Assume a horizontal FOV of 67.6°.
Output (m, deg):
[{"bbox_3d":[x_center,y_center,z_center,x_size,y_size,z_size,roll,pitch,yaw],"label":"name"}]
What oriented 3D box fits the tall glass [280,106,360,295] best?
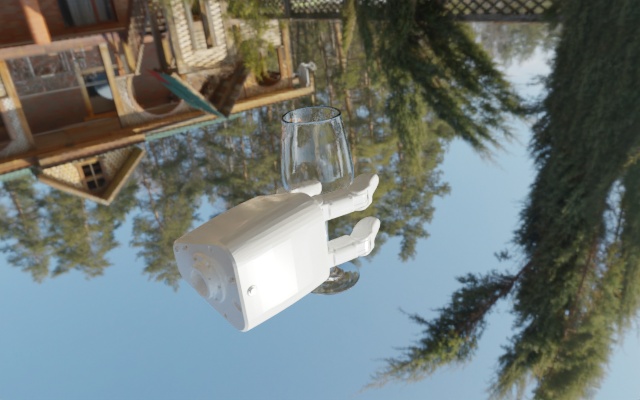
[{"bbox_3d":[0.000,0.002,0.528,0.079,0.201,0.079,-5,25,2],"label":"tall glass"}]
